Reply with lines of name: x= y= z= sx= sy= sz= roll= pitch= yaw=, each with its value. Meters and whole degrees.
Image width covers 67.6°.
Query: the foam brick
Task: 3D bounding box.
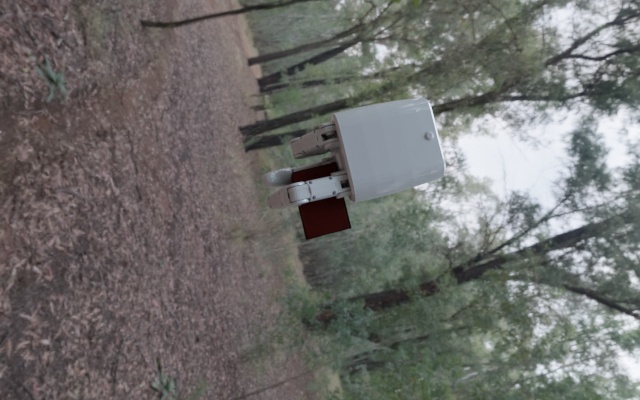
foam brick: x=0.000 y=0.002 z=0.544 sx=0.051 sy=0.078 sz=0.053 roll=-13 pitch=-3 yaw=-5
